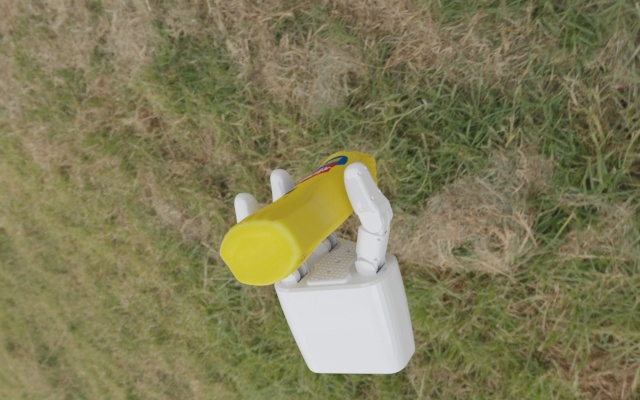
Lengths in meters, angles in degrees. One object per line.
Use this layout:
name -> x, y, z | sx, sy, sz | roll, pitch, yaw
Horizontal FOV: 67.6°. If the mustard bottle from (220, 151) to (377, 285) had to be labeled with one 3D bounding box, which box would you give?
mustard bottle -> 0.000, 0.001, 0.444 | 0.096, 0.058, 0.191 | -31, 6, 45
